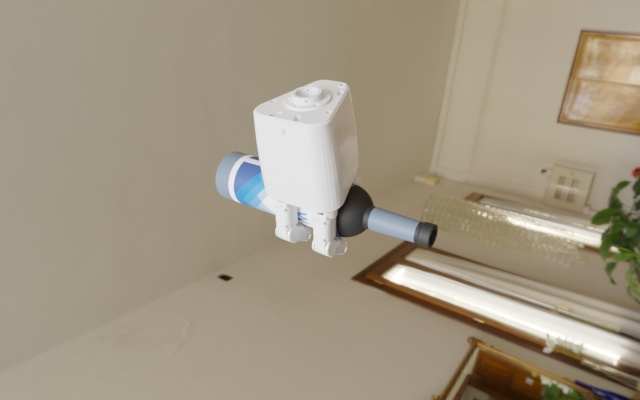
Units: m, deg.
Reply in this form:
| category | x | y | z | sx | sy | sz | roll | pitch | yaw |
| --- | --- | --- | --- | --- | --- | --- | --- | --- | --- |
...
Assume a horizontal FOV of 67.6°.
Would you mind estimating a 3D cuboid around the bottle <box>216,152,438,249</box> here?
| category | x | y | z | sx | sy | sz | roll | pitch | yaw |
| --- | --- | --- | --- | --- | --- | --- | --- | --- | --- |
| bottle | 0.000 | 0.002 | 0.591 | 0.295 | 0.069 | 0.069 | 17 | 9 | 30 |
